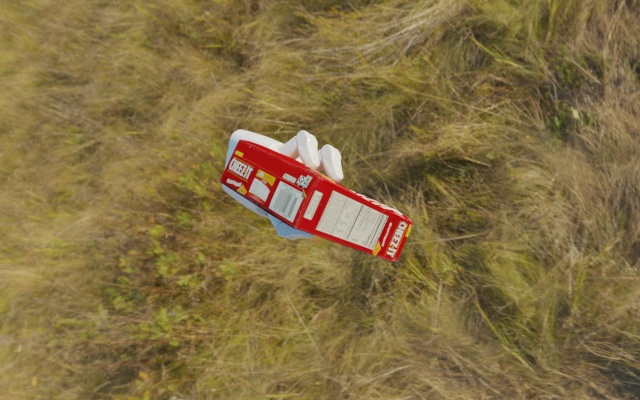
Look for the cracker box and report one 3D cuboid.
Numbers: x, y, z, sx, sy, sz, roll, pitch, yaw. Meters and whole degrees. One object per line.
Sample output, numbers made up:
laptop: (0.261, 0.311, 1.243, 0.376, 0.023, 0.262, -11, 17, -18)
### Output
cracker box: (0.000, 0.002, 0.638, 0.164, 0.072, 0.214, 27, 3, 43)
